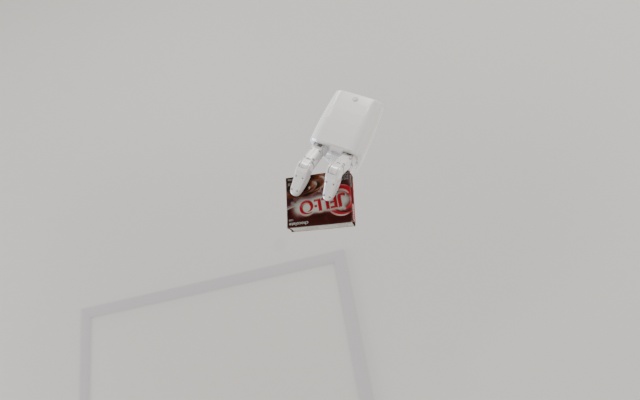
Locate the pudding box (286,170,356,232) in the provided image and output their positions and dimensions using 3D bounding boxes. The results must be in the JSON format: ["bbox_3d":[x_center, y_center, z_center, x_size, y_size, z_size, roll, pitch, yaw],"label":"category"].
[{"bbox_3d":[0.000,0.003,0.801,0.113,0.090,0.039,-7,-20,12],"label":"pudding box"}]
